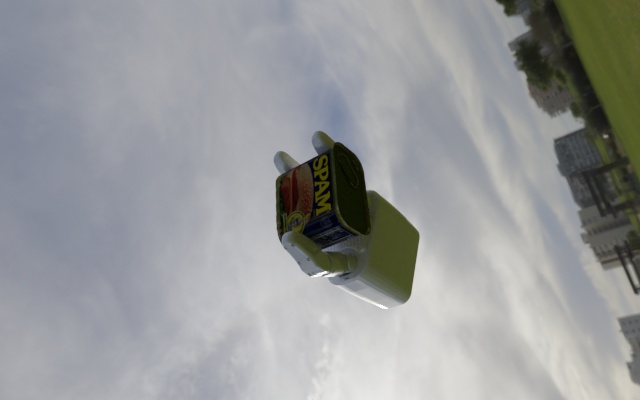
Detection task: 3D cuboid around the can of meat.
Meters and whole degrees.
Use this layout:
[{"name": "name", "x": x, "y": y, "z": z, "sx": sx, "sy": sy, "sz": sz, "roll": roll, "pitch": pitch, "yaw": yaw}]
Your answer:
[{"name": "can of meat", "x": 0.000, "y": 0.002, "z": 0.507, "sx": 0.084, "sy": 0.102, "sz": 0.057, "roll": -25, "pitch": -37, "yaw": 31}]
